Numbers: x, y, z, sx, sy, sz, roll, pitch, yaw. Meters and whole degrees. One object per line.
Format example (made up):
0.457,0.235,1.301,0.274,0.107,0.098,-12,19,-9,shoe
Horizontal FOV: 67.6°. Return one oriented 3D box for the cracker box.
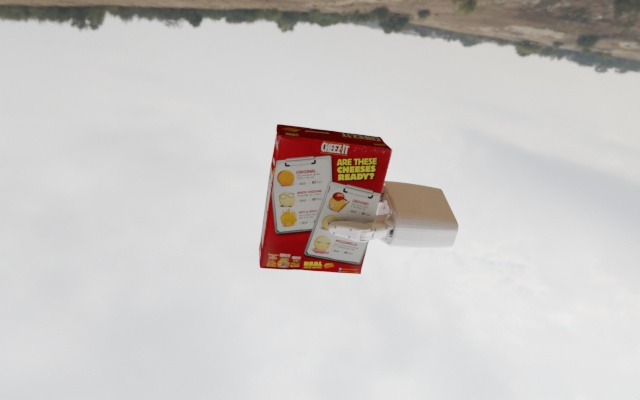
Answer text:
0.000,0.003,0.724,0.164,0.214,0.072,5,24,-13,cracker box
